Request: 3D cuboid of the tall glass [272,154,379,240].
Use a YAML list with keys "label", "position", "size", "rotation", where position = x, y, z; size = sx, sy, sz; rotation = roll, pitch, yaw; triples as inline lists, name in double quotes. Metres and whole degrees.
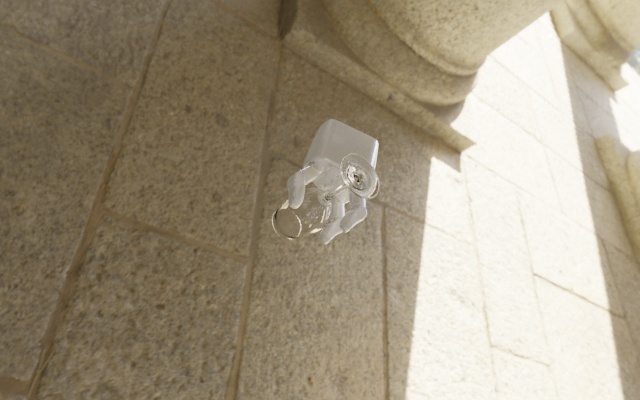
- label: "tall glass"
  position: [0.000, 0.002, 0.773]
  size: [0.079, 0.079, 0.201]
  rotation: [0, -23, -41]
